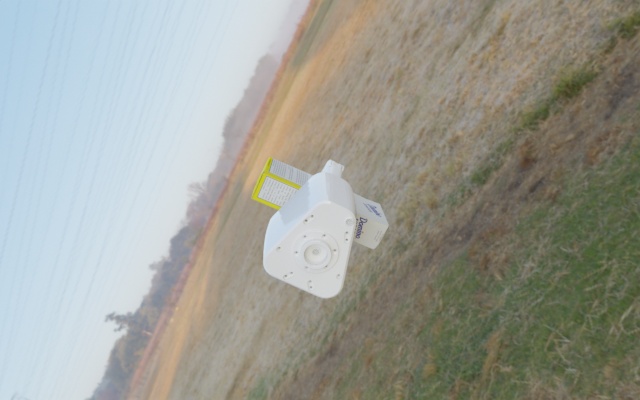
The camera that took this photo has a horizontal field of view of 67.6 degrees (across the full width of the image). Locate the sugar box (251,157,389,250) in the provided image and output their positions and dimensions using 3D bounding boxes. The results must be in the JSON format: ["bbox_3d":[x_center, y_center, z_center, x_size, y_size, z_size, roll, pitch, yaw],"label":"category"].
[{"bbox_3d":[0.000,0.003,0.642,0.176,0.048,0.093,26,16,-9],"label":"sugar box"}]
